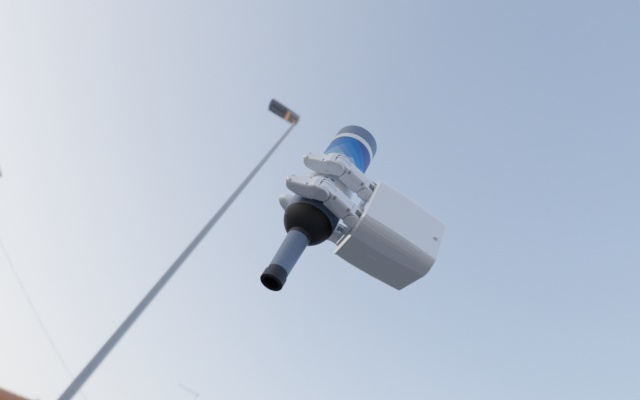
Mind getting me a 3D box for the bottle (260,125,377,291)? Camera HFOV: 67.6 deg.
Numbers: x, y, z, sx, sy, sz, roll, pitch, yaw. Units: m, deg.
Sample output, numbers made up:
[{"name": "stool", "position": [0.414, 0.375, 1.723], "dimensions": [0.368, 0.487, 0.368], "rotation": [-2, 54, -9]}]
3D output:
[{"name": "bottle", "position": [0.000, 0.002, 0.625], "dimensions": [0.069, 0.069, 0.295], "rotation": [0, 37, 27]}]
